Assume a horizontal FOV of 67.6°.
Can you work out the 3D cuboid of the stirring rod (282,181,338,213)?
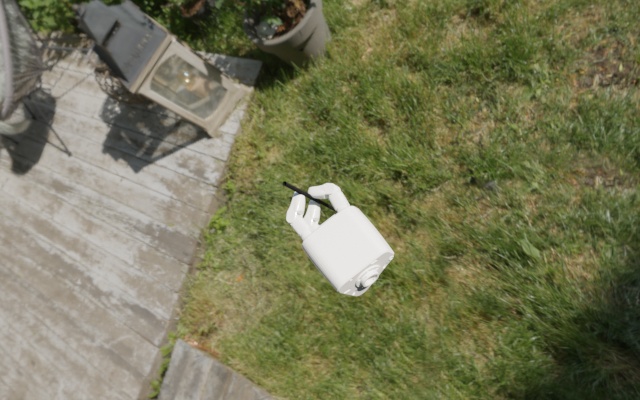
[{"bbox_3d":[0.000,0.003,0.886,0.011,0.011,0.239,0,-15,31],"label":"stirring rod"}]
